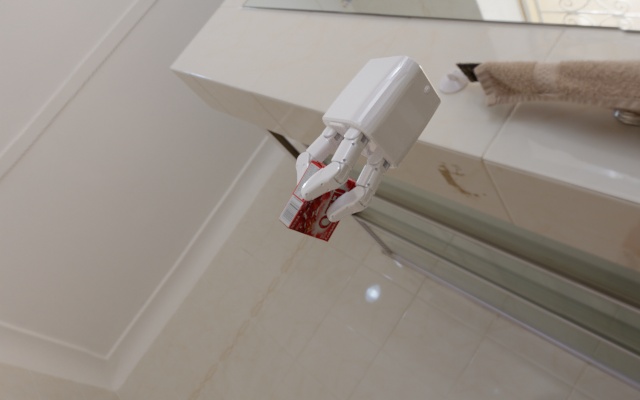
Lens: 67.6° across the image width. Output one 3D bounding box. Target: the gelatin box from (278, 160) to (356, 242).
[{"bbox_3d":[0.000,0.002,0.605,0.073,0.089,0.030,23,11,-43],"label":"gelatin box"}]
